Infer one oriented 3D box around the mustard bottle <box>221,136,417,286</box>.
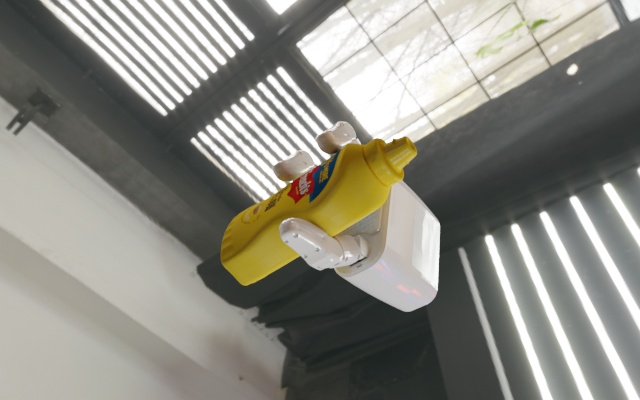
[{"bbox_3d":[0.000,0.001,0.423,0.192,0.058,0.096,-31,17,26],"label":"mustard bottle"}]
